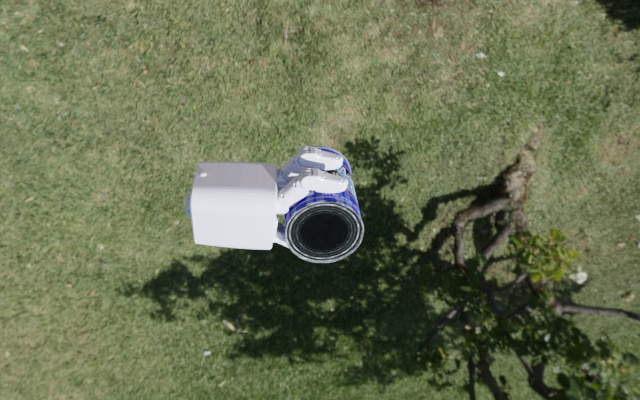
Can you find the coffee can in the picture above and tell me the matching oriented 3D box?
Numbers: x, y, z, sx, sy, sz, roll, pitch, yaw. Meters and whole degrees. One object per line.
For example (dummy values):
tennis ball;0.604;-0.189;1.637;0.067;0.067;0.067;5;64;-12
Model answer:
coffee can;0.000;0.002;0.666;0.103;0.103;0.140;0;36;-5
